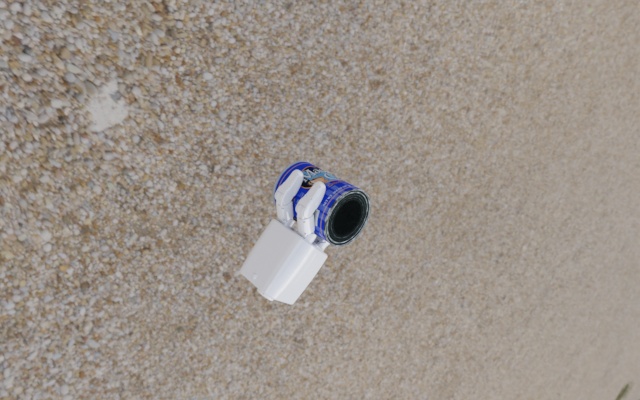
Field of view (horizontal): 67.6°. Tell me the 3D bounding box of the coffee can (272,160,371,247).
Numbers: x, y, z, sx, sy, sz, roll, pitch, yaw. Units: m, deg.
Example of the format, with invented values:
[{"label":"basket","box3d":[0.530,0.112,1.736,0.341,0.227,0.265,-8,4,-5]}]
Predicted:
[{"label":"coffee can","box3d":[0.000,0.002,0.809,0.103,0.103,0.140,0,22,-45]}]
